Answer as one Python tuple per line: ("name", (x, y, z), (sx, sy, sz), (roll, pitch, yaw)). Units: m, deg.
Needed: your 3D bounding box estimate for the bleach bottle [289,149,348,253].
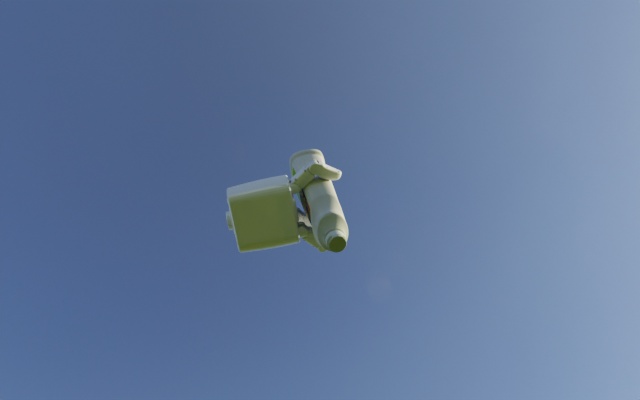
("bleach bottle", (0.000, 0.003, 0.819), (0.068, 0.103, 0.250), (-12, 29, -7))
